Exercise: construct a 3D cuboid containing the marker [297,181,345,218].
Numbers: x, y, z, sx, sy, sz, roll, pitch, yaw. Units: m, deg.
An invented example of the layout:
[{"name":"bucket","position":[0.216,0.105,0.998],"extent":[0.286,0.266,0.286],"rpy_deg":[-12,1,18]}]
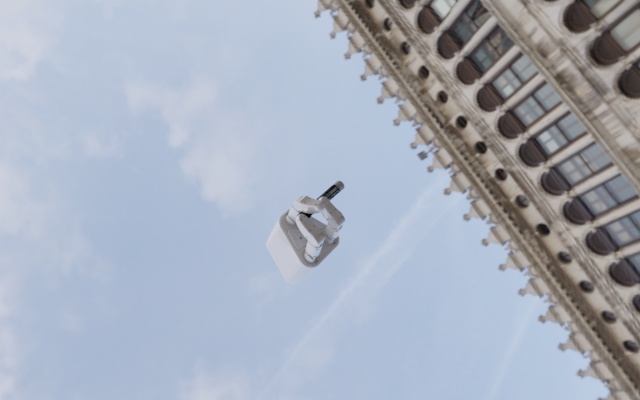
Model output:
[{"name":"marker","position":[0.000,0.003,0.843],"extent":[0.020,0.020,0.121],"rpy_deg":[0,32,46]}]
